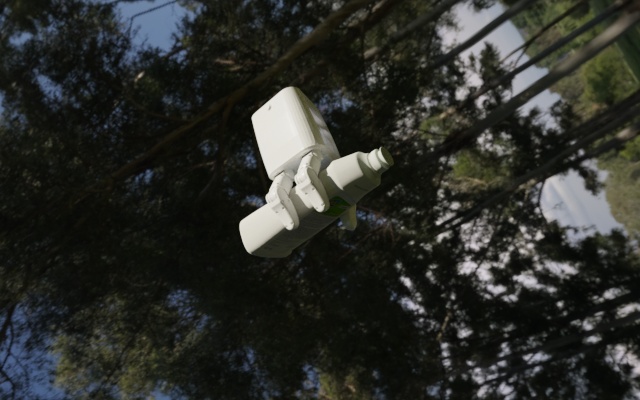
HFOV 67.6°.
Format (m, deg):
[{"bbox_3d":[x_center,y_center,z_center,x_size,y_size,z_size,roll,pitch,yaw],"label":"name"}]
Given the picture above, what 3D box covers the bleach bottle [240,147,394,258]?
[{"bbox_3d":[0.000,0.002,0.688,0.251,0.068,0.102,-33,-24,30],"label":"bleach bottle"}]
